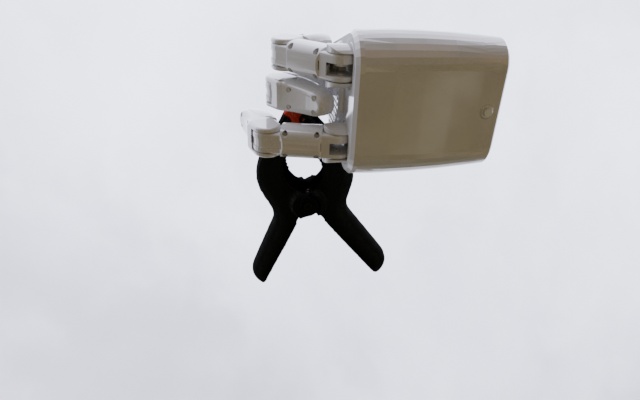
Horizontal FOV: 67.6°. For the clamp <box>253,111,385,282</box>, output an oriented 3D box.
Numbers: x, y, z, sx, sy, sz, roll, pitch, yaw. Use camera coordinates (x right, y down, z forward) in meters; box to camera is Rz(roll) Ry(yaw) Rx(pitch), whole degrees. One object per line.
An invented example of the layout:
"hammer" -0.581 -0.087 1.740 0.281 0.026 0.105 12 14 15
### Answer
"clamp" 0.000 0.001 0.406 0.120 0.172 0.039 -2 33 -6
